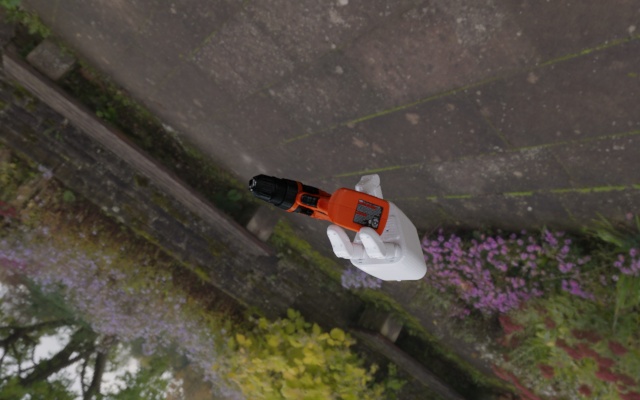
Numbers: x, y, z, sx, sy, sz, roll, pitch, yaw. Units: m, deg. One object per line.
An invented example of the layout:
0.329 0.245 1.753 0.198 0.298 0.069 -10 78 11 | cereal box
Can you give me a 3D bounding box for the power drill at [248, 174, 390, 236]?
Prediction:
0.001 0.003 0.743 0.184 0.057 0.187 15 0 -34 | power drill
